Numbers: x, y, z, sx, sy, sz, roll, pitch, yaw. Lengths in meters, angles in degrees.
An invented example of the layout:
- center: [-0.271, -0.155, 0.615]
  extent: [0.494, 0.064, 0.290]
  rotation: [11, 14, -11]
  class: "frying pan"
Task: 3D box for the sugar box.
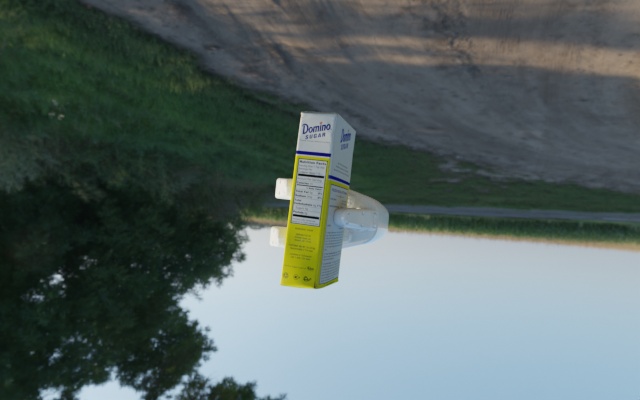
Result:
- center: [0.000, 0.002, 0.511]
  extent: [0.048, 0.176, 0.093]
  rotation: [4, -3, 16]
  class: "sugar box"
